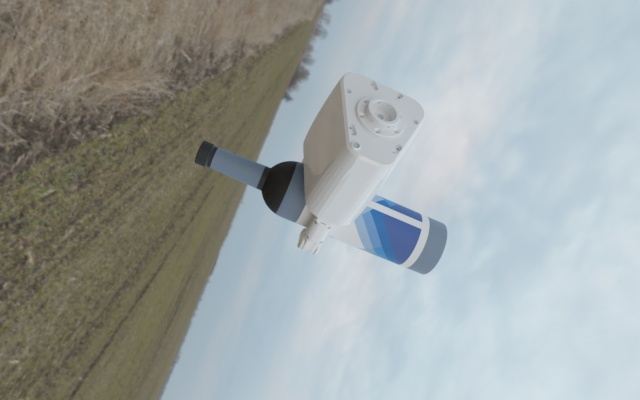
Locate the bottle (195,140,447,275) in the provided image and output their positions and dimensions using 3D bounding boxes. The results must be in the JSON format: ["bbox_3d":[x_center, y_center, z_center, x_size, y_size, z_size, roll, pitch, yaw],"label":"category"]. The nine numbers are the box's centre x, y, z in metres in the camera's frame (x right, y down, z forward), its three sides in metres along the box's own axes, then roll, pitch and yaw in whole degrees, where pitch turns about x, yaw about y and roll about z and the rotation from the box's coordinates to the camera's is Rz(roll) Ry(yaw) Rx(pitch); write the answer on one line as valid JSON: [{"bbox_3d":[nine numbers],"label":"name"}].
[{"bbox_3d":[0.000,0.002,0.551,0.296,0.069,0.069,23,-4,-8],"label":"bottle"}]
